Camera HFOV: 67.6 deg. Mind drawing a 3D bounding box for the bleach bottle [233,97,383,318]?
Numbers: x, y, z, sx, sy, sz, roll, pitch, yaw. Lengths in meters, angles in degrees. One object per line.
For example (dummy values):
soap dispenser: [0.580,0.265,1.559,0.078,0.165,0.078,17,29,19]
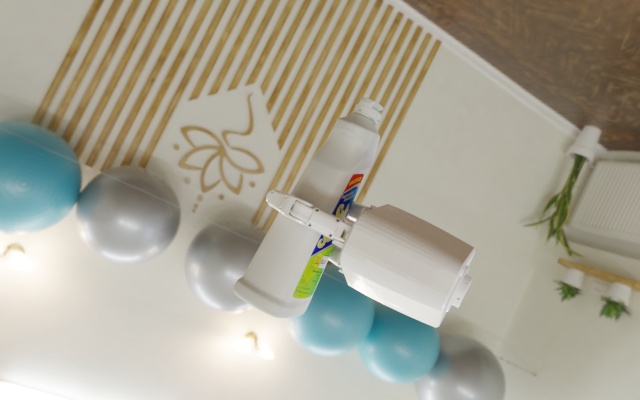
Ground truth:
bleach bottle: [0.000,0.002,0.527,0.068,0.251,0.102,26,-1,20]
